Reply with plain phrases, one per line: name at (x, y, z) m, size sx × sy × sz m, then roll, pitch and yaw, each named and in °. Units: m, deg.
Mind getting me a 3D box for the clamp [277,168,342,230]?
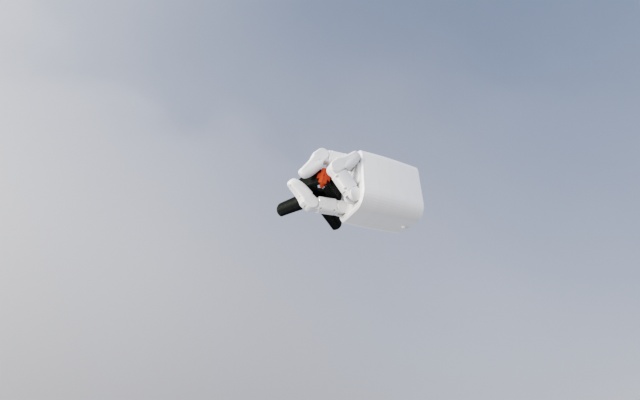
clamp at (0.000, 0.002, 0.814) m, size 0.120 × 0.039 × 0.171 m, roll 13°, pitch -25°, yaw -14°
